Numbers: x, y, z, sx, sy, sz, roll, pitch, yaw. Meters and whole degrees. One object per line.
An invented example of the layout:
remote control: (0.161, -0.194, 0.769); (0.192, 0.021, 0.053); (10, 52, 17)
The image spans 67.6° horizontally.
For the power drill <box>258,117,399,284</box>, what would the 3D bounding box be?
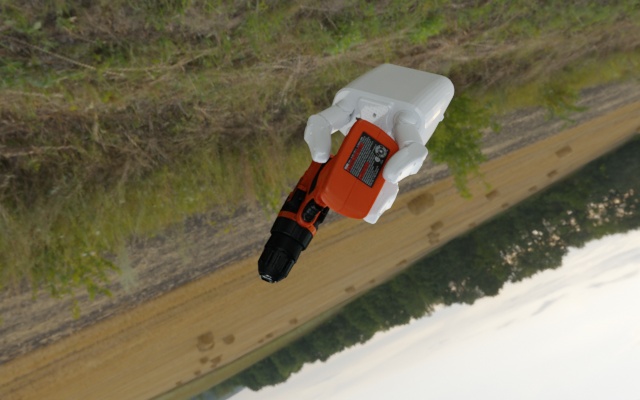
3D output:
power drill: (0.000, 0.001, 0.535); (0.057, 0.184, 0.188); (32, -25, -13)
